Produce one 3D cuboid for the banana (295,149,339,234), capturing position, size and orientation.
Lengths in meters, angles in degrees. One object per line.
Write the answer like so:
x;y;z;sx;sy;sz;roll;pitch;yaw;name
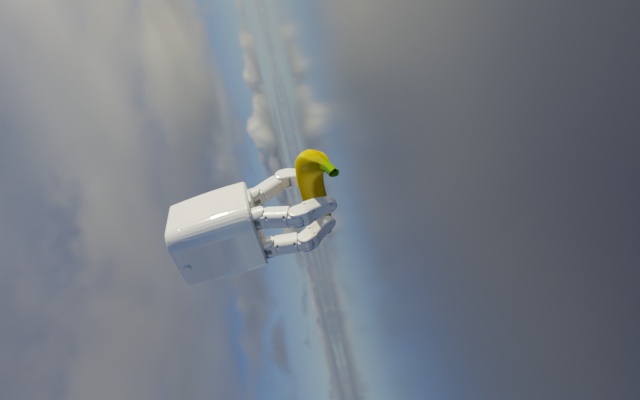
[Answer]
-0.007;-0.015;0.625;0.037;0.069;0.198;-21;-22;-8;banana
